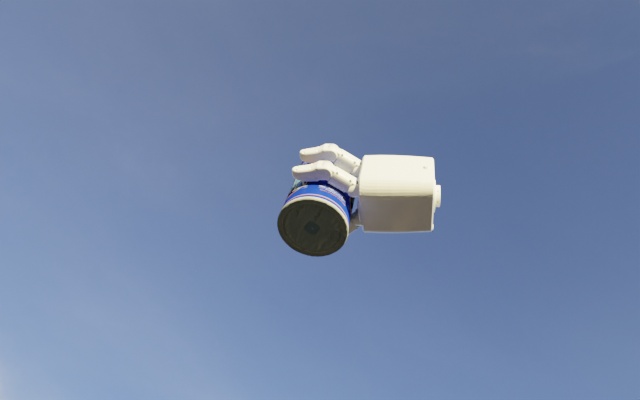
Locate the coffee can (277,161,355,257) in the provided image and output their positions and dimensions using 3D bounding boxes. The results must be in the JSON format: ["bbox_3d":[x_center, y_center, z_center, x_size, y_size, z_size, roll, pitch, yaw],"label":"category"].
[{"bbox_3d":[0.000,0.003,0.731,0.103,0.103,0.140,0,33,12],"label":"coffee can"}]
